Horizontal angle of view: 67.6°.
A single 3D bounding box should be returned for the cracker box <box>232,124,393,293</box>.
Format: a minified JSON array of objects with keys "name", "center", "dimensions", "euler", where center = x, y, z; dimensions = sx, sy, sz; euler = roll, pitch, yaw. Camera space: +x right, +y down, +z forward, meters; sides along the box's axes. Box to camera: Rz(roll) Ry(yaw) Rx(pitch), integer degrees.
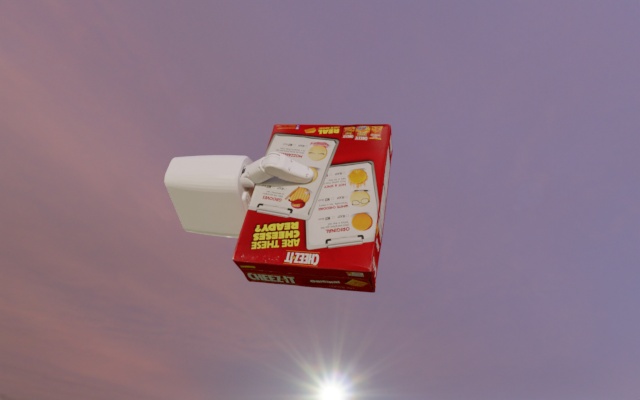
[{"name":"cracker box","center":[0.000,0.002,0.608],"dimensions":[0.164,0.213,0.072],"euler":[2,-33,15]}]
